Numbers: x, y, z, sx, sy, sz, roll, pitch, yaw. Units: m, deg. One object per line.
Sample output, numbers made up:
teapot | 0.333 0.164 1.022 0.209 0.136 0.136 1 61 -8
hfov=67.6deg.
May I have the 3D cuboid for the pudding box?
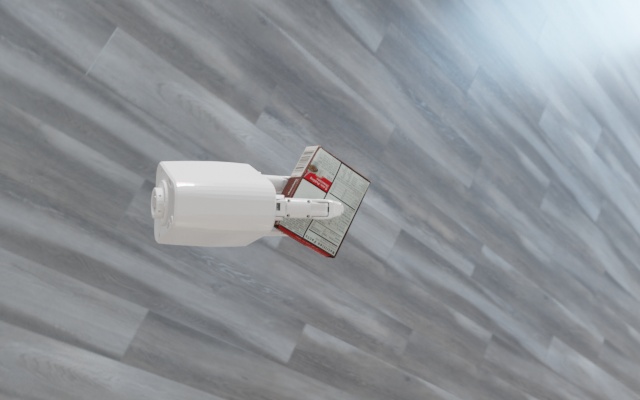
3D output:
pudding box | 0.000 0.002 0.588 0.090 0.113 0.039 33 -13 -25
